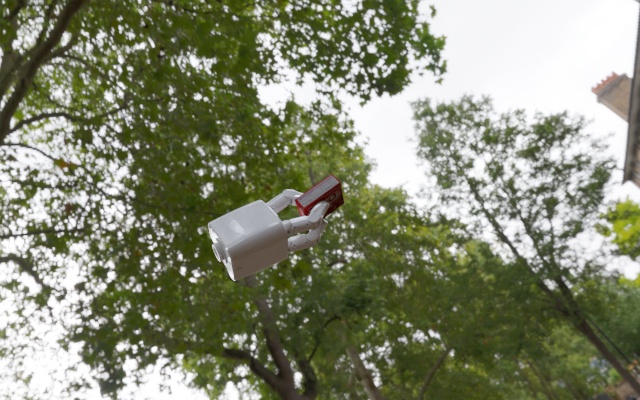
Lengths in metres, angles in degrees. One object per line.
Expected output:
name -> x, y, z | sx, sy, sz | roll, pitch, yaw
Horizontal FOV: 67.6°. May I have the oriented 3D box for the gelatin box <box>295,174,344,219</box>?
gelatin box -> 0.000, 0.002, 0.889 | 0.089, 0.030, 0.073 | -36, -31, -14
